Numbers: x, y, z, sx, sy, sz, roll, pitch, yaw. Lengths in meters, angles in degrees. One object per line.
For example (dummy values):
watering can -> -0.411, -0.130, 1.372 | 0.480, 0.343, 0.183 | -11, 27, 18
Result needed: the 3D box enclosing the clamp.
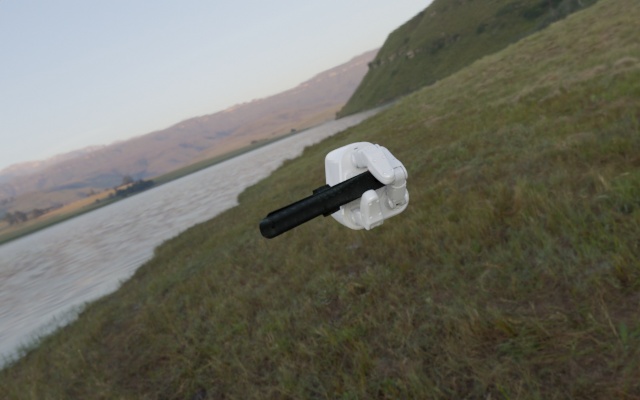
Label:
clamp -> 0.000, 0.001, 0.602 | 0.171, 0.039, 0.120 | -22, 9, -10
